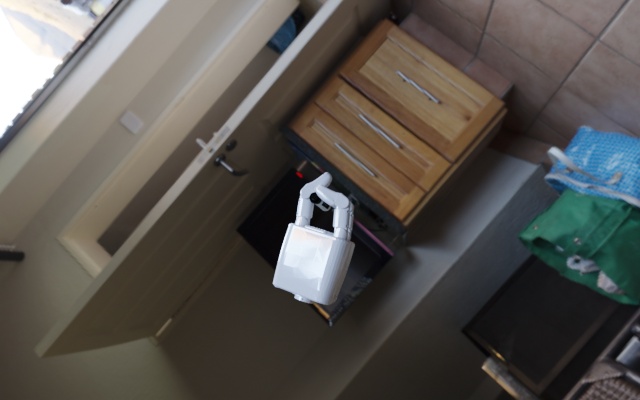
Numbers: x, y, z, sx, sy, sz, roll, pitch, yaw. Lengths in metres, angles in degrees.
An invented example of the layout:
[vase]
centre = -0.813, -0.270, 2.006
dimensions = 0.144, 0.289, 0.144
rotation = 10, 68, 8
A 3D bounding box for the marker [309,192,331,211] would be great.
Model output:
[marker]
centre = 0.000, 0.003, 0.825
dimensions = 0.020, 0.020, 0.121
rotation = 0, -7, 9
